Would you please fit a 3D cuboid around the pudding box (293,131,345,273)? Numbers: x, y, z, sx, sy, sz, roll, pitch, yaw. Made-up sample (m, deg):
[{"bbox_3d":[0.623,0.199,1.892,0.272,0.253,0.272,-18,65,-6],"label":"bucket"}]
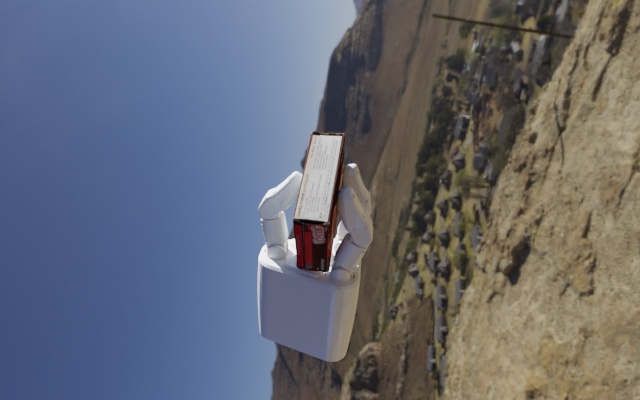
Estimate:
[{"bbox_3d":[0.000,0.002,0.478,0.039,0.113,0.090,6,-36,3],"label":"pudding box"}]
